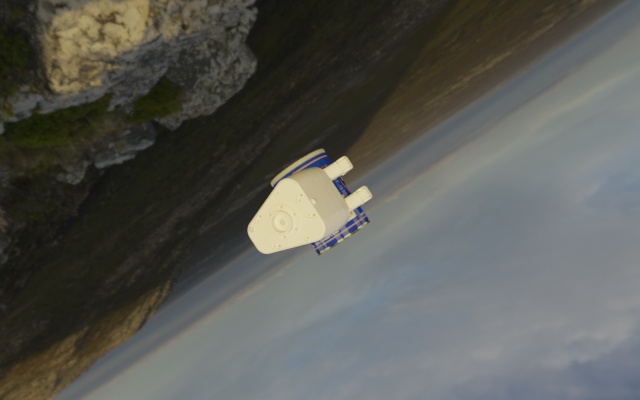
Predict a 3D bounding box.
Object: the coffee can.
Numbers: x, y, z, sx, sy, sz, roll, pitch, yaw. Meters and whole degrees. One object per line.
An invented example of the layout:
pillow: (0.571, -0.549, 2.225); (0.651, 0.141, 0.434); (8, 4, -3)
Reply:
coffee can: (0.000, 0.002, 0.772); (0.103, 0.140, 0.103); (-33, -3, -2)
